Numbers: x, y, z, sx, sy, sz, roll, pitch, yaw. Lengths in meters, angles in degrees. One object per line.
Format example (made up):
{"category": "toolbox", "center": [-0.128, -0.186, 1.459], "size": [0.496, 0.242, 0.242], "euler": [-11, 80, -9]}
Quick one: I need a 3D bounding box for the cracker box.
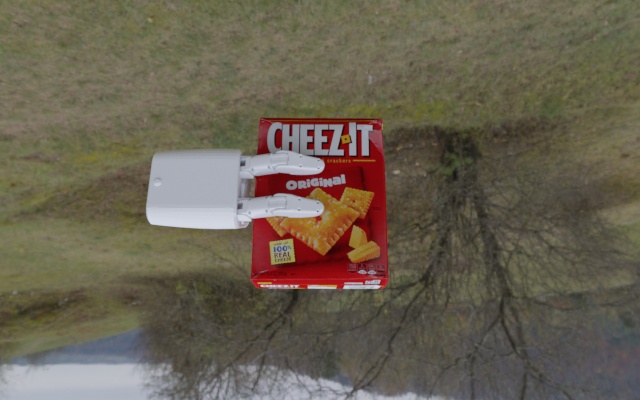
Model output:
{"category": "cracker box", "center": [0.000, 0.002, 0.608], "size": [0.164, 0.213, 0.072], "euler": [1, -18, 0]}
